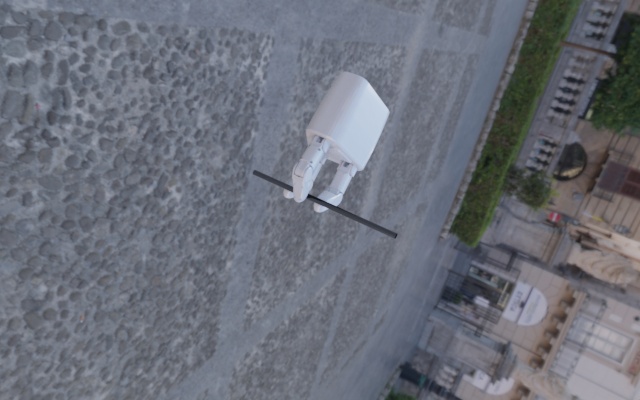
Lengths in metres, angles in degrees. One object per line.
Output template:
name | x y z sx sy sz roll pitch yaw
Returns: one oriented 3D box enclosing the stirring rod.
stirring rod | 0.000 0.002 0.686 0.239 0.011 0.011 24 10 22
